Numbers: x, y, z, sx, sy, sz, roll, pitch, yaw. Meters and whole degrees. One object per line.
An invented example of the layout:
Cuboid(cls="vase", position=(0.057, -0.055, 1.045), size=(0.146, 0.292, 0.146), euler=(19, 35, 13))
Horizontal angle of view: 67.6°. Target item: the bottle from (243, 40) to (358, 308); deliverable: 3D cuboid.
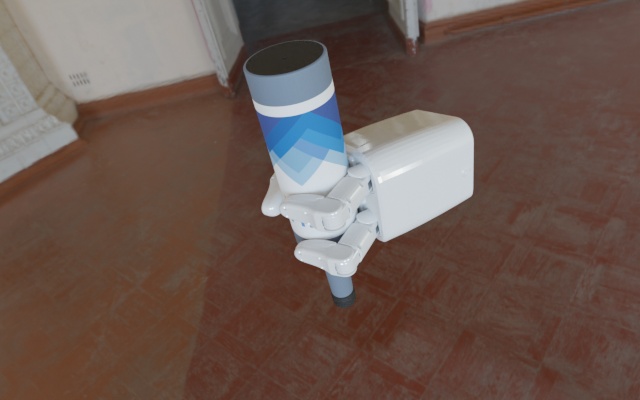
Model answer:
Cuboid(cls="bottle", position=(0.000, 0.001, 0.460), size=(0.069, 0.296, 0.069), euler=(-8, 39, 7))
